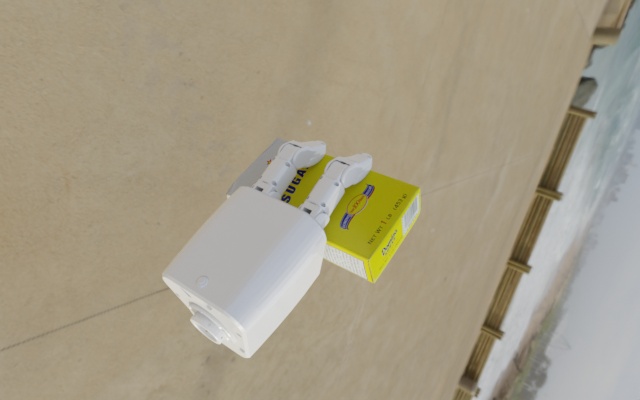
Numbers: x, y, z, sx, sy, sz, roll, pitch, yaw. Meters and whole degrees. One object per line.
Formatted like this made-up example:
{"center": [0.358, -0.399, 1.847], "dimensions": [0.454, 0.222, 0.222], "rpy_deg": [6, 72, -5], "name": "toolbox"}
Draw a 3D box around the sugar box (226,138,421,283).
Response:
{"center": [0.000, 0.001, 0.472], "dimensions": [0.176, 0.093, 0.048], "rpy_deg": [23, -31, 28], "name": "sugar box"}
